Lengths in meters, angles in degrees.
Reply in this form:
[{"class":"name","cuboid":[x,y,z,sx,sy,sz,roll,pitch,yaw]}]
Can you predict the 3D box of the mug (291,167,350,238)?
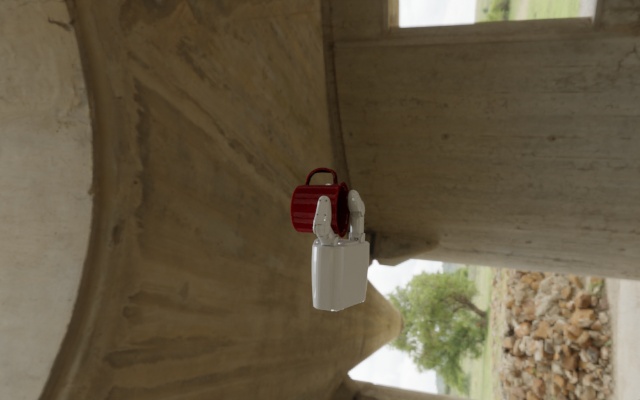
[{"class":"mug","cuboid":[0.000,0.001,0.806,0.081,0.117,0.093,1,0,17]}]
